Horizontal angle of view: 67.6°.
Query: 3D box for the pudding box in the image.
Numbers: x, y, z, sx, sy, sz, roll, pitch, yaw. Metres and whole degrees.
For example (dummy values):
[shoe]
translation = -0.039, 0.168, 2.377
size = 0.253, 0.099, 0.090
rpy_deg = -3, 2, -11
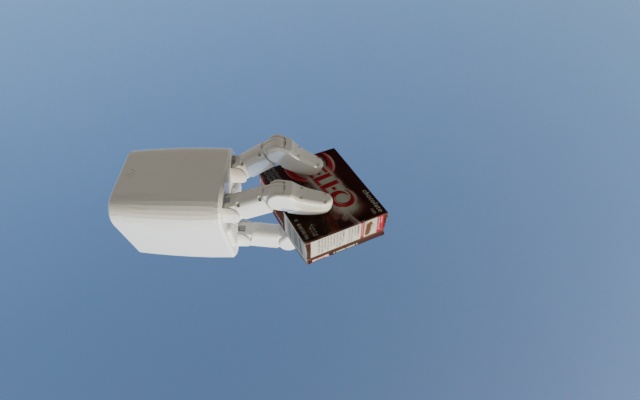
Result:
[pudding box]
translation = 0.000, 0.002, 0.483
size = 0.090, 0.039, 0.113
rpy_deg = -20, 51, -19
